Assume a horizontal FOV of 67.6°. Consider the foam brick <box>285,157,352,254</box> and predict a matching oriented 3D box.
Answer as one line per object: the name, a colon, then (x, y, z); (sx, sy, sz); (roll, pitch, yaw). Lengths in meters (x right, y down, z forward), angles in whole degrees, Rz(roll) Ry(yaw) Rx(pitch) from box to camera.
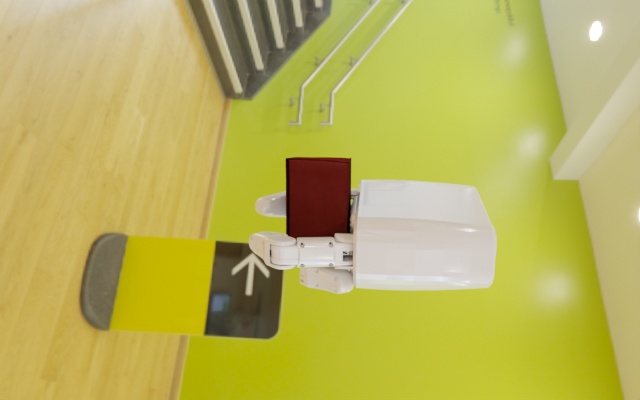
foam brick: (0.000, 0.001, 0.410); (0.051, 0.078, 0.053); (1, 9, 8)
